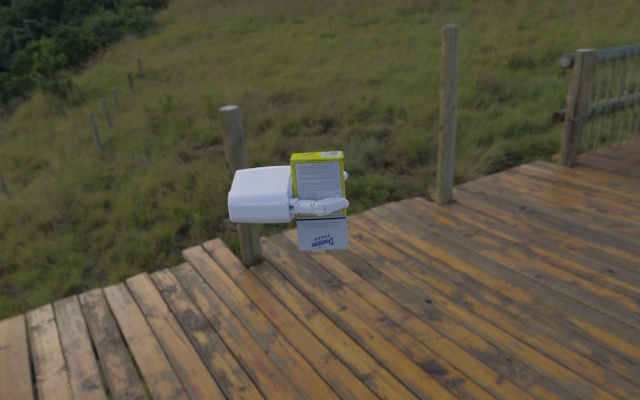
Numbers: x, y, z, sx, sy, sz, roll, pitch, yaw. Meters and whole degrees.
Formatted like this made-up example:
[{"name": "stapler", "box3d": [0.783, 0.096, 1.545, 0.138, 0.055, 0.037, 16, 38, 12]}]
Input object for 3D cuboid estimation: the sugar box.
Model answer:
[{"name": "sugar box", "box3d": [0.000, 0.003, 0.861, 0.093, 0.176, 0.048, -2, 23, 4]}]
